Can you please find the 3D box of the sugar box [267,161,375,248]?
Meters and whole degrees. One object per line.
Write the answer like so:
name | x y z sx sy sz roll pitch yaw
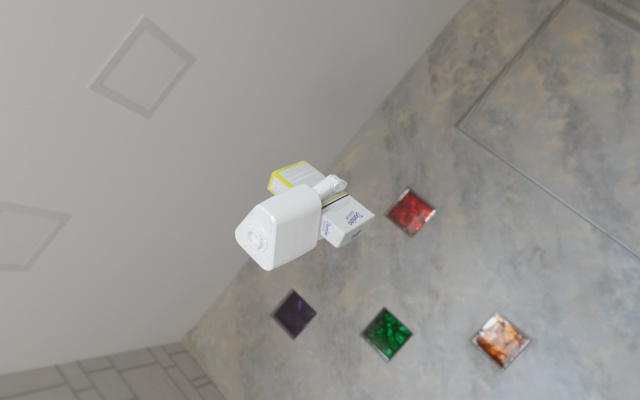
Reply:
sugar box | 0.000 0.003 0.845 0.176 0.048 0.093 42 41 21
